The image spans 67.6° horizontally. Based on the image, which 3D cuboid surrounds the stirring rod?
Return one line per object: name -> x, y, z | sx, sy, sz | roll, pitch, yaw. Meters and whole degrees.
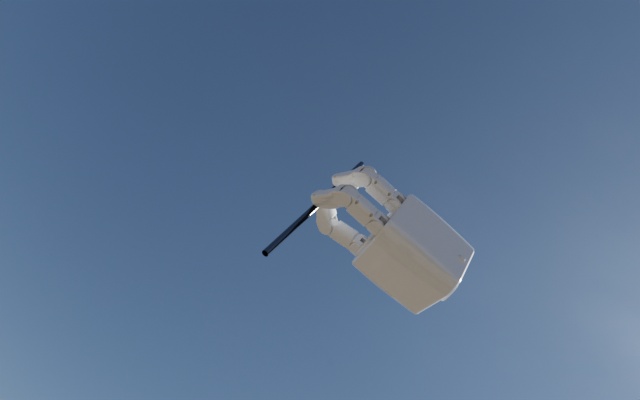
stirring rod -> 0.000, 0.002, 0.596 | 0.011, 0.011, 0.239 | 0, 27, 33
